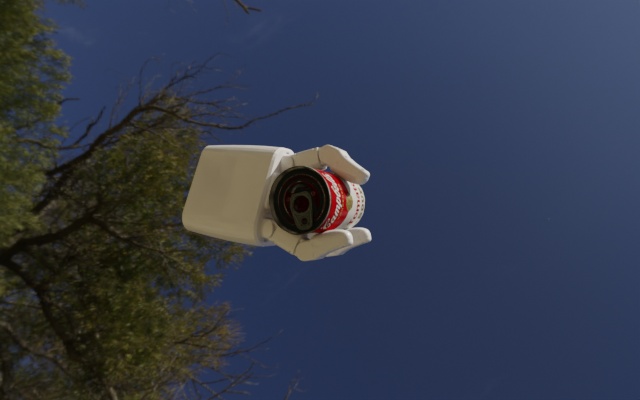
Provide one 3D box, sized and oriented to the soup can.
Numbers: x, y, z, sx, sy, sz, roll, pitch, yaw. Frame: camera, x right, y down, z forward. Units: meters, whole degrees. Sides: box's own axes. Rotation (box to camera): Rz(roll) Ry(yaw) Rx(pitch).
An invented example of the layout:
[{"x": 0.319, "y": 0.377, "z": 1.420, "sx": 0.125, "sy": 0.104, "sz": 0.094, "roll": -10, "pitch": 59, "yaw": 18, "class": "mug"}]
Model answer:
[{"x": 0.001, "y": 0.002, "z": 0.509, "sx": 0.068, "sy": 0.068, "sz": 0.102, "roll": 0, "pitch": -2, "yaw": 25, "class": "soup can"}]
